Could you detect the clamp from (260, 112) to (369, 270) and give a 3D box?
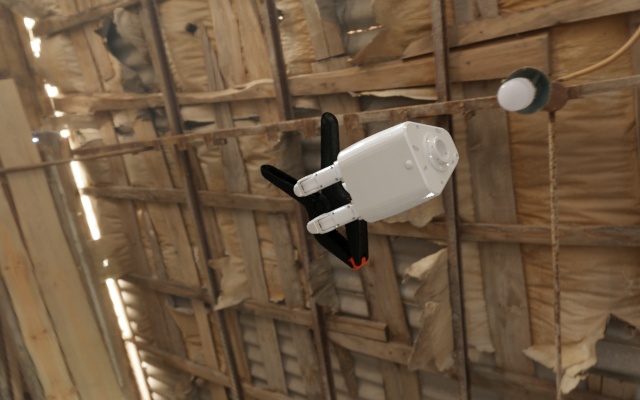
[{"bbox_3d":[0.001,0.002,0.676,0.164,0.210,0.036,-24,1,44],"label":"clamp"}]
